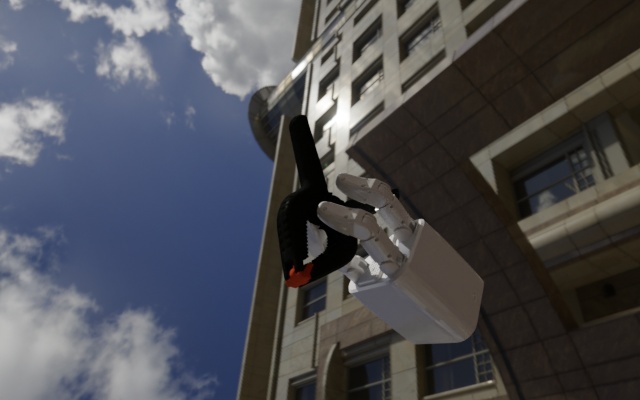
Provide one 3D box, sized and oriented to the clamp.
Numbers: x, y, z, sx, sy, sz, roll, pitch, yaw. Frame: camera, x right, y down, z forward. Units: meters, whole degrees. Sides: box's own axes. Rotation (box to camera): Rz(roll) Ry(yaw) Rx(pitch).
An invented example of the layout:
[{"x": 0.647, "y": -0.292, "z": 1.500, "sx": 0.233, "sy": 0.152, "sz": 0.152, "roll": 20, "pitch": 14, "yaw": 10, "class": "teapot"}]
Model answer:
[{"x": 0.000, "y": 0.003, "z": 0.519, "sx": 0.036, "sy": 0.164, "sz": 0.210, "roll": -42, "pitch": 11, "yaw": 42, "class": "clamp"}]
